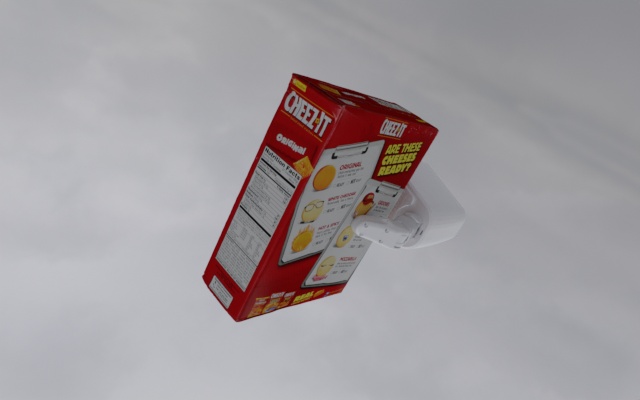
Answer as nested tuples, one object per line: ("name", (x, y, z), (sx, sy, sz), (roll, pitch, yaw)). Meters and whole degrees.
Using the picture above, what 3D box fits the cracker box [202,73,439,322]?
("cracker box", (0.000, 0.002, 0.458), (0.072, 0.214, 0.164), (40, 24, 31))
